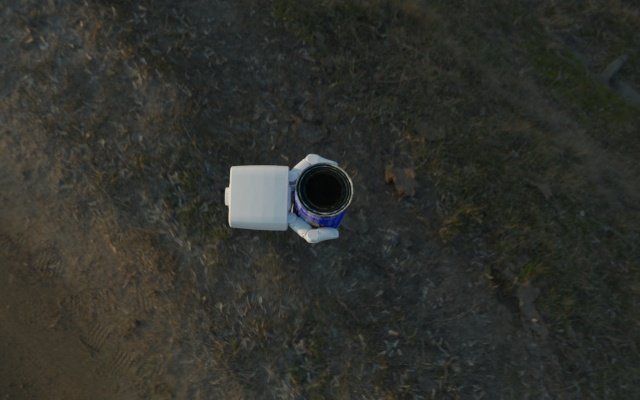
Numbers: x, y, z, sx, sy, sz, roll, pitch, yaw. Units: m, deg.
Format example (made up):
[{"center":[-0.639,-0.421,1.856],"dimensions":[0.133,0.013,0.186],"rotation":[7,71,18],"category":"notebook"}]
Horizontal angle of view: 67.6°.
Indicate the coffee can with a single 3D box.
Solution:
[{"center":[0.000,0.003,0.897],"dimensions":[0.103,0.102,0.140],"rotation":[0,-19,-6],"category":"coffee can"}]
